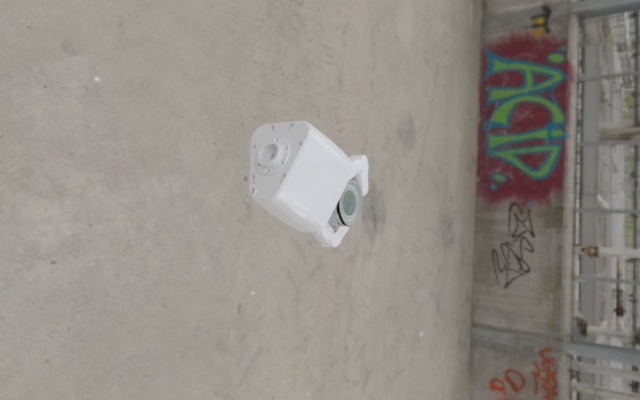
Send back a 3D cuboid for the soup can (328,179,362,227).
[{"bbox_3d":[0.001,0.003,0.684,0.102,0.068,0.068,1,0,33],"label":"soup can"}]
